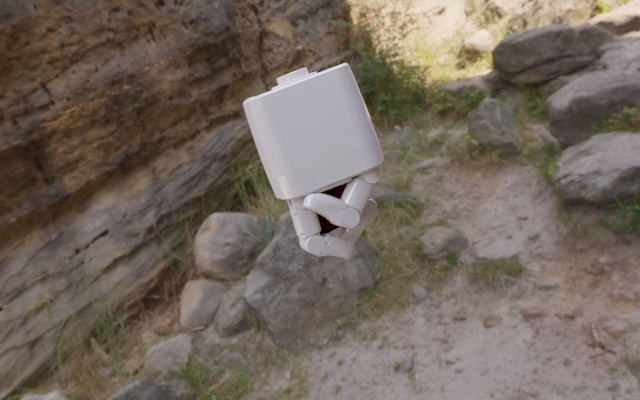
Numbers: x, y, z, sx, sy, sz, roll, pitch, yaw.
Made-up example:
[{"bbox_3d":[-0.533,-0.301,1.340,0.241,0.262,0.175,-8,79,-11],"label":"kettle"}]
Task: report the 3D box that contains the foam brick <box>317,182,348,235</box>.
[{"bbox_3d":[0.000,0.002,0.550,0.053,0.051,0.078,-26,14,-18],"label":"foam brick"}]
